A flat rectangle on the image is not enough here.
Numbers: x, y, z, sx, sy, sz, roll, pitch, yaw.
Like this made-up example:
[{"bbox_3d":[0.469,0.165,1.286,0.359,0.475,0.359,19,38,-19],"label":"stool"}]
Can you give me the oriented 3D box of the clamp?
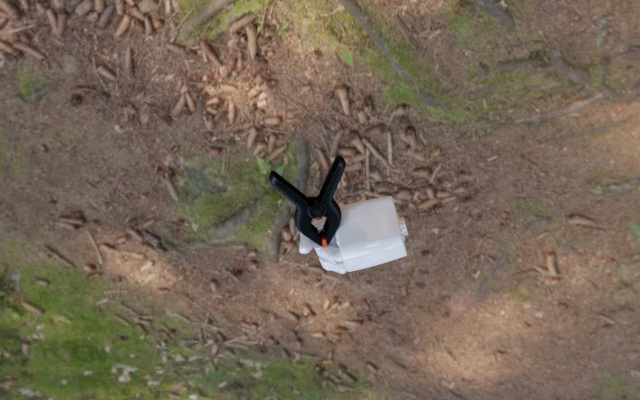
[{"bbox_3d":[0.000,0.003,0.780,0.120,0.172,0.039,-17,39,8],"label":"clamp"}]
